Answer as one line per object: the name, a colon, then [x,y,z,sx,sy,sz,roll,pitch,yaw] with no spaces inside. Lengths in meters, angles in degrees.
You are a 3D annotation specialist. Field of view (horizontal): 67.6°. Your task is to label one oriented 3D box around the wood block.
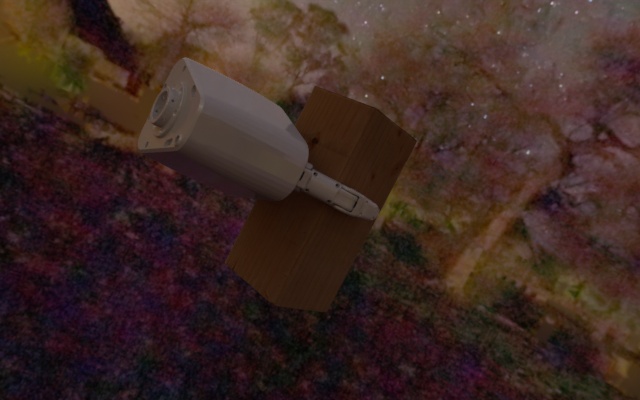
wood block: [0.000,0.002,0.498,0.090,0.206,0.090,31,5,39]
